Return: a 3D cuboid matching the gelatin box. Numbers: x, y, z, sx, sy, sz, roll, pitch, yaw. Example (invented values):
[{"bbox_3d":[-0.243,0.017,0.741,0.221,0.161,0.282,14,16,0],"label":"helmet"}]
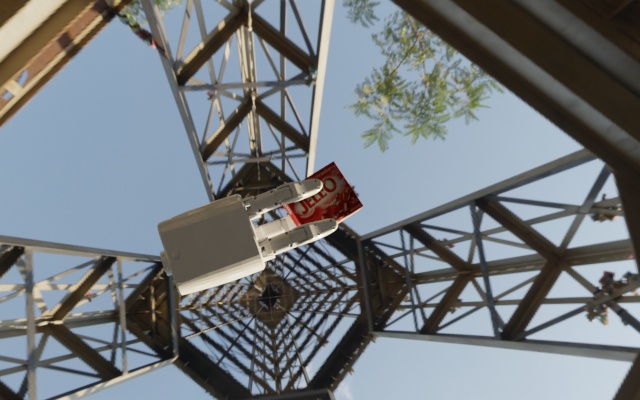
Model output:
[{"bbox_3d":[0.000,0.002,0.630,0.089,0.073,0.030,-32,-5,-19],"label":"gelatin box"}]
